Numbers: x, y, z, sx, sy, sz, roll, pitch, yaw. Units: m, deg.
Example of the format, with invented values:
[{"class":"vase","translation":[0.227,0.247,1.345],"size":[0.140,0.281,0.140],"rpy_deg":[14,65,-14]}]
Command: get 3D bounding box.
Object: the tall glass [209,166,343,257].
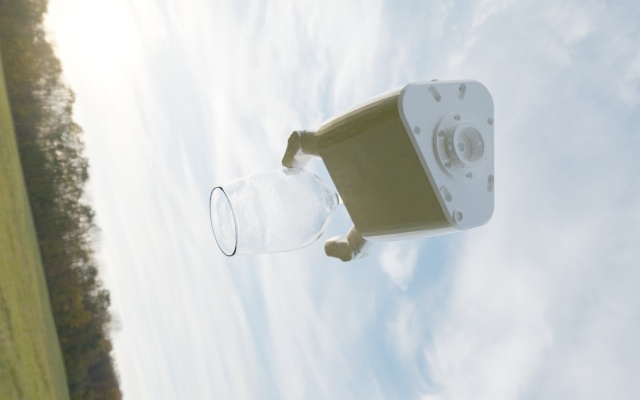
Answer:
[{"class":"tall glass","translation":[0.001,0.001,0.458],"size":[0.201,0.079,0.079],"rpy_deg":[-11,6,-30]}]
